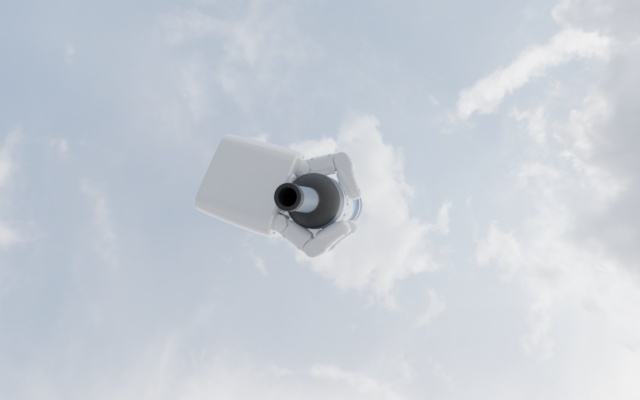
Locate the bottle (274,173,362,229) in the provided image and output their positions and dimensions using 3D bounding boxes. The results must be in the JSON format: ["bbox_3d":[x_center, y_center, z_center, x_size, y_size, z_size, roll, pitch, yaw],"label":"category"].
[{"bbox_3d":[0.000,0.002,0.595,0.069,0.069,0.296,0,-2,12],"label":"bottle"}]
